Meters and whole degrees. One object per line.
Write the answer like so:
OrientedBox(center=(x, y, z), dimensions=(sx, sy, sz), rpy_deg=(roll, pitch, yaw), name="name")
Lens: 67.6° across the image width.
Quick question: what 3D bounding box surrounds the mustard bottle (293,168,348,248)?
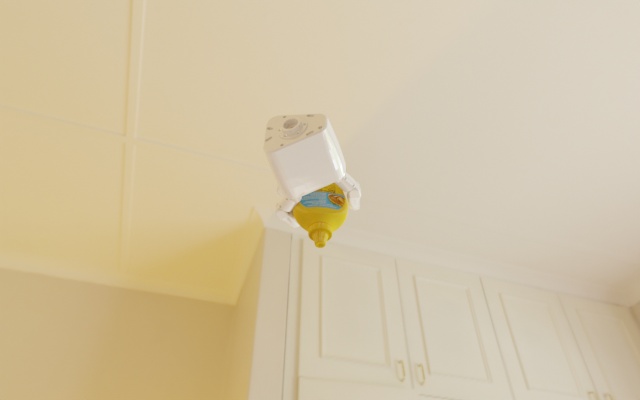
OrientedBox(center=(0.000, 0.003, 0.844), dimensions=(0.096, 0.191, 0.058), rpy_deg=(6, -44, -6), name="mustard bottle")
